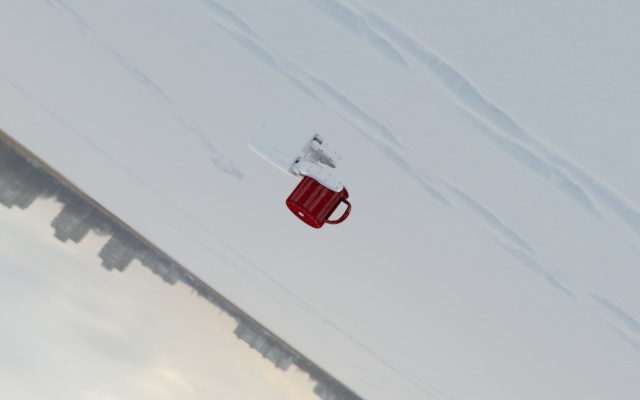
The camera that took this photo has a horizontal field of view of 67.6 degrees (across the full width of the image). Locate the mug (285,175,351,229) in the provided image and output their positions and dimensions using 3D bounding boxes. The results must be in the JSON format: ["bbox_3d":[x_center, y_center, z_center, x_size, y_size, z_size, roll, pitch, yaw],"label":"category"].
[{"bbox_3d":[0.001,0.004,0.857,0.117,0.081,0.093,32,-16,23],"label":"mug"}]
